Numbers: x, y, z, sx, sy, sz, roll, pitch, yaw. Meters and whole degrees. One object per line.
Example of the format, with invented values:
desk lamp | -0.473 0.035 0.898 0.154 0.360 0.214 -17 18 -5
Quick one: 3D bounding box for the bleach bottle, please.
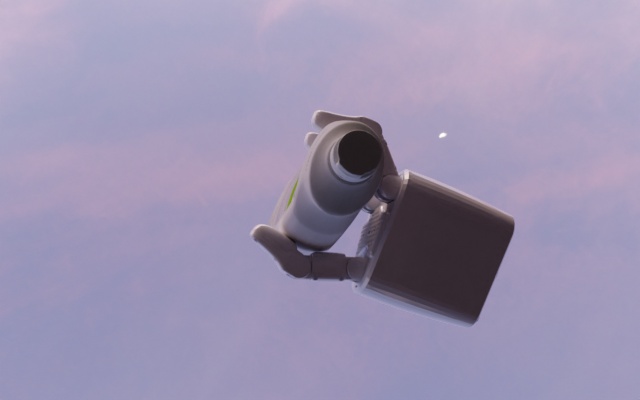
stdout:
bleach bottle | 0.000 0.001 0.409 0.068 0.102 0.251 21 -13 -5
